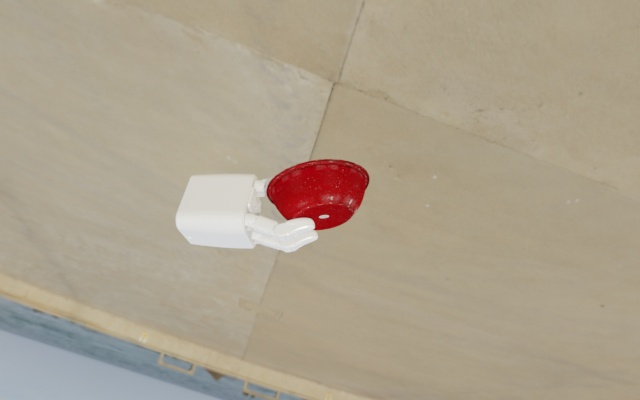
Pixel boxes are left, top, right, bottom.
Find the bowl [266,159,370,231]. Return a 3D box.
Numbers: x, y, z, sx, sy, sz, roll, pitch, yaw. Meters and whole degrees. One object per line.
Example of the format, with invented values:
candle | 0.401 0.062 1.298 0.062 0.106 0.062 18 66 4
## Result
bowl | 0.001 0.002 0.727 0.162 0.055 0.162 -7 -27 -4
